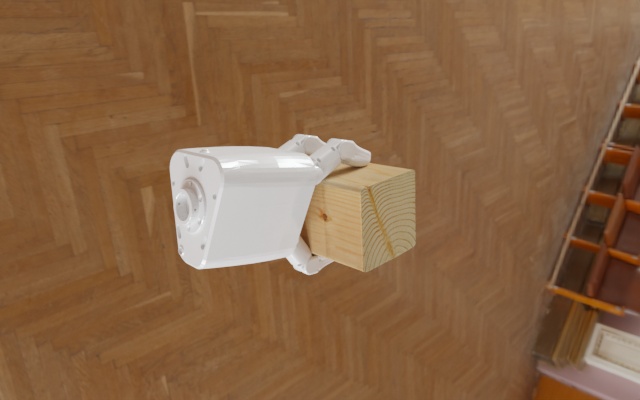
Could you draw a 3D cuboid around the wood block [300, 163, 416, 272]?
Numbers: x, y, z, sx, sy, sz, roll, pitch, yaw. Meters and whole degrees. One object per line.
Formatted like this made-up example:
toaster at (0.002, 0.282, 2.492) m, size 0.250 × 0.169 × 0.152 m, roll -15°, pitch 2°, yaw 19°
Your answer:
wood block at (0.000, 0.002, 0.559) m, size 0.090 × 0.091 × 0.206 m, roll -20°, pitch 24°, yaw -40°
